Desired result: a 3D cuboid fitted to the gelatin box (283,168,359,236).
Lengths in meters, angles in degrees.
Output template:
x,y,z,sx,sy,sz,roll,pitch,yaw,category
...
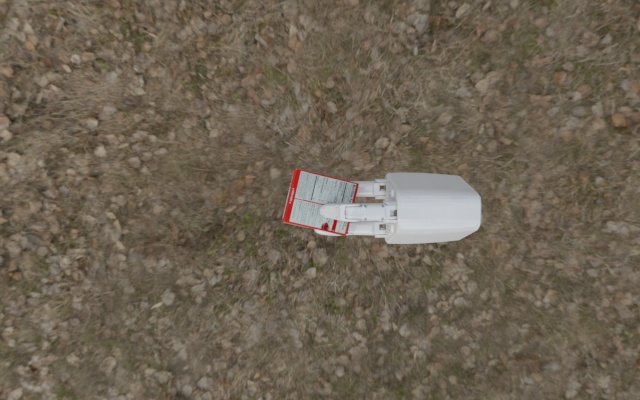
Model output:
x,y,z,sx,sy,sz,roll,pitch,yaw,category
0.000,0.002,0.638,0.089,0.073,0.030,13,3,-6,gelatin box
